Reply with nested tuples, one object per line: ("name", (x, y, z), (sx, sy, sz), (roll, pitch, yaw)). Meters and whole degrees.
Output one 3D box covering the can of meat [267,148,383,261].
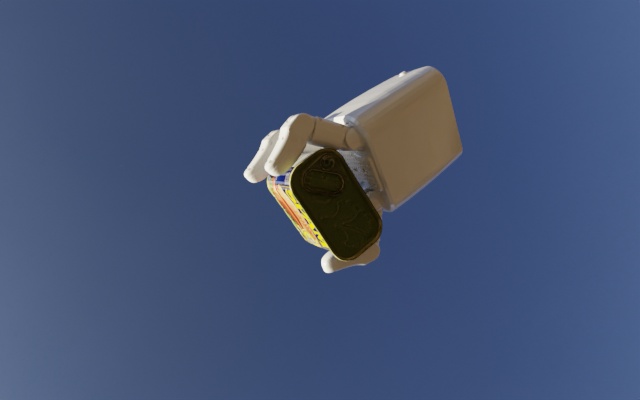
("can of meat", (0.000, 0.002, 0.459), (0.057, 0.102, 0.084), (-38, 17, -15))
